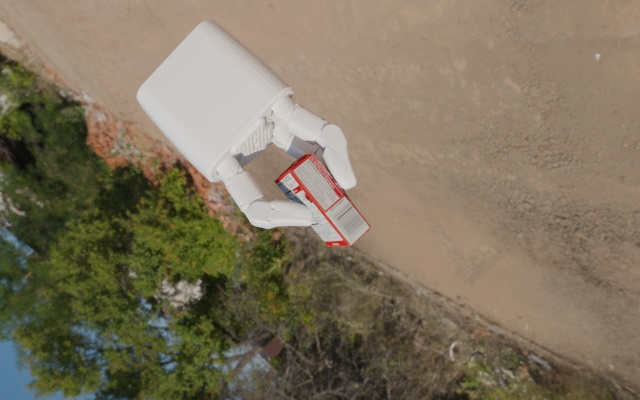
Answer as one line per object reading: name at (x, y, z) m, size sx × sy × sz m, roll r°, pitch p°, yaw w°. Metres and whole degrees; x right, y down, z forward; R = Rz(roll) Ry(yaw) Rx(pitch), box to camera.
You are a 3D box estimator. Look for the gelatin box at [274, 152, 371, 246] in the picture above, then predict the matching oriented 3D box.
gelatin box at (0.000, 0.002, 0.450) m, size 0.030 × 0.089 × 0.073 m, roll -40°, pitch 5°, yaw -15°
